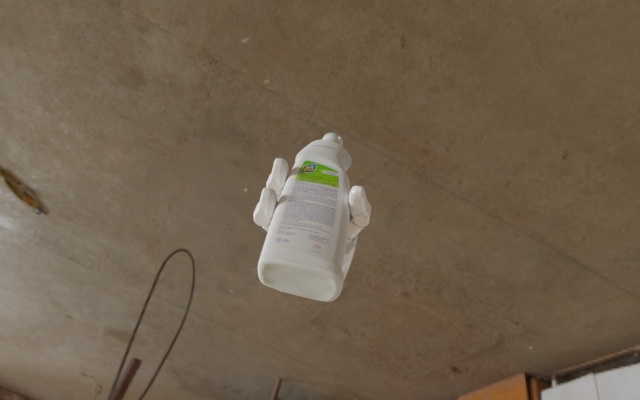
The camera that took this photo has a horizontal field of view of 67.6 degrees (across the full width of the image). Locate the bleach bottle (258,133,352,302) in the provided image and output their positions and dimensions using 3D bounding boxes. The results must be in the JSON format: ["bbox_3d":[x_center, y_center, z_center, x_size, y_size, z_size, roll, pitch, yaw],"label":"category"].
[{"bbox_3d":[0.000,0.002,0.619,0.102,0.250,0.068,14,-42,3],"label":"bleach bottle"}]
